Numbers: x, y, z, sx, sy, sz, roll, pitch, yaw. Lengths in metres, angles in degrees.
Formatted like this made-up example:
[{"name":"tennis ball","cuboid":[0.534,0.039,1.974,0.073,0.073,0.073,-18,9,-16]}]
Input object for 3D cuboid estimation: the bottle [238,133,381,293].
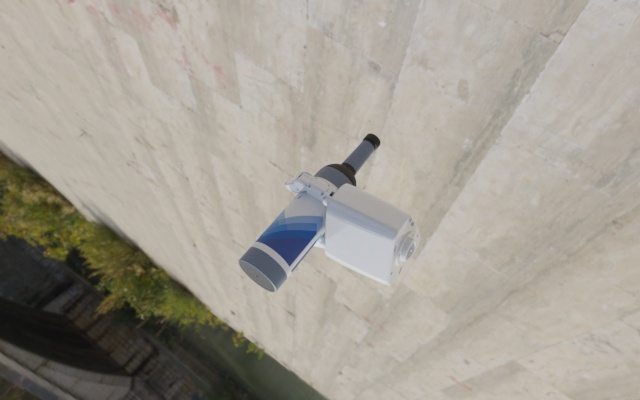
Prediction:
[{"name":"bottle","cuboid":[0.000,0.002,0.709,0.069,0.069,0.295,0,43,54]}]
